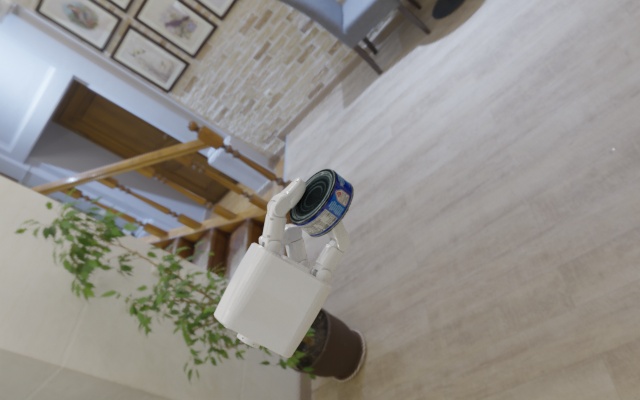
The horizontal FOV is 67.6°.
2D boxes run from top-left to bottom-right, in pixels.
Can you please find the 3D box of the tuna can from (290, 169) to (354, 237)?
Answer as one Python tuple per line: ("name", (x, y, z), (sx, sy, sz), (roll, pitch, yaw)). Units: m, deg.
("tuna can", (0.000, 0.002, 0.610), (0.034, 0.086, 0.086), (38, -19, -27))
